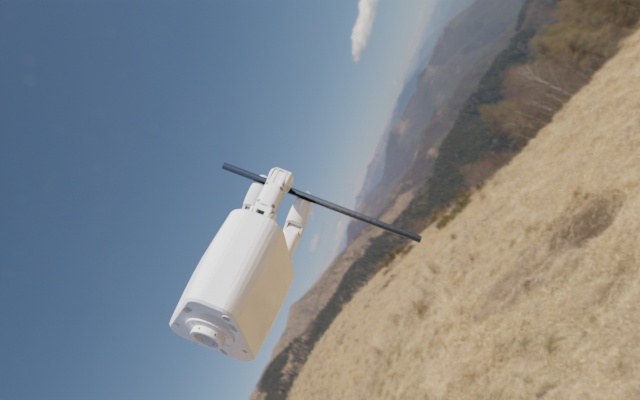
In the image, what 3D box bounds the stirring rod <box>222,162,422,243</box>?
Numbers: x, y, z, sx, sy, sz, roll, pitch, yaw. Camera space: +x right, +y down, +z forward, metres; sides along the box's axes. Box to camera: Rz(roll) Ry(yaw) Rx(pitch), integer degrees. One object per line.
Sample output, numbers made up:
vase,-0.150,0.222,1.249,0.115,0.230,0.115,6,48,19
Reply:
stirring rod,0.000,0.002,0.545,0.239,0.011,0.011,21,1,4
